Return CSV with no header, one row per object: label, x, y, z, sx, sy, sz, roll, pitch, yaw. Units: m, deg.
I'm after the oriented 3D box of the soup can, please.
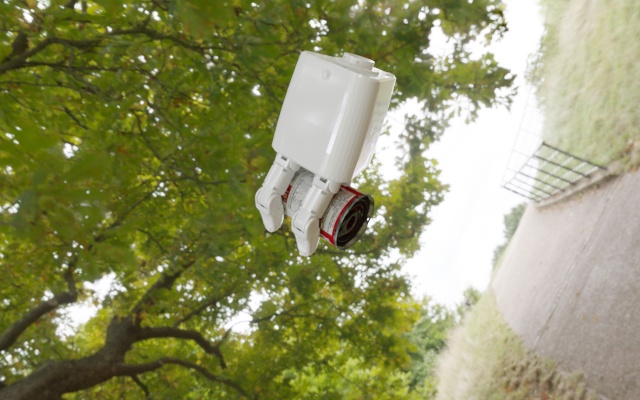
soup can,0.000,0.002,0.540,0.102,0.068,0.068,31,16,28
